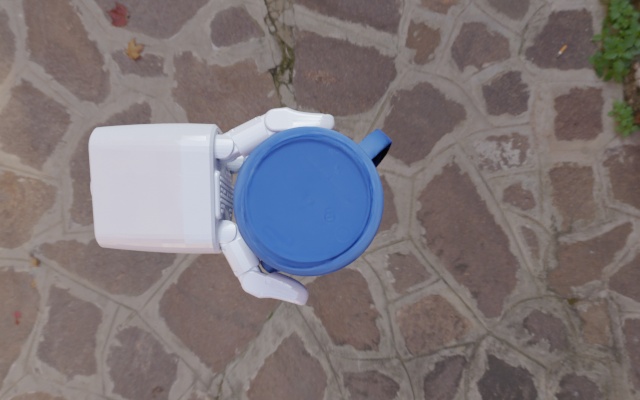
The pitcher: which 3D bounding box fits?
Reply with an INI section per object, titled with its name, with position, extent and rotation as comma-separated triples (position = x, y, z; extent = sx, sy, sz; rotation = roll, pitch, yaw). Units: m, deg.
[pitcher]
position = 0.000, 0.002, 0.450
extent = 0.145, 0.149, 0.243
rotation = 0, -5, 1
